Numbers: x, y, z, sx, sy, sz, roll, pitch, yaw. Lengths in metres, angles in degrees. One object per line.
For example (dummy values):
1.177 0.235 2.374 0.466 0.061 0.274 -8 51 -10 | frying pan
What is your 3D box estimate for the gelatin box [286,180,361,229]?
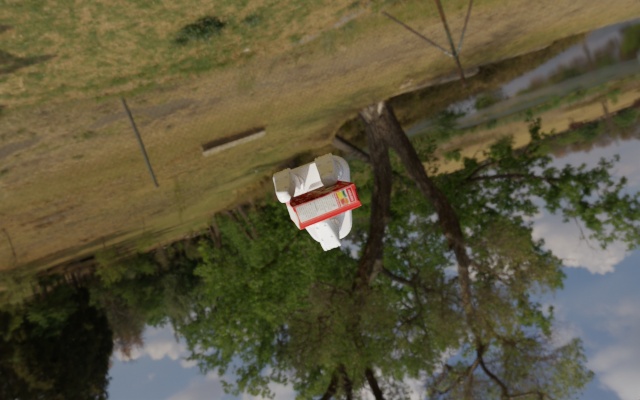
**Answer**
0.000 0.002 0.552 0.073 0.030 0.089 -21 8 -7 | gelatin box
